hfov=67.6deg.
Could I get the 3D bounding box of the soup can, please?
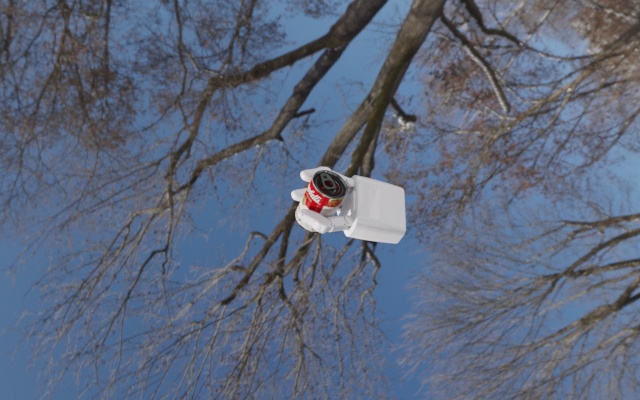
[{"bbox_3d":[0.000,0.003,0.877,0.068,0.068,0.102,0,-40,-27],"label":"soup can"}]
